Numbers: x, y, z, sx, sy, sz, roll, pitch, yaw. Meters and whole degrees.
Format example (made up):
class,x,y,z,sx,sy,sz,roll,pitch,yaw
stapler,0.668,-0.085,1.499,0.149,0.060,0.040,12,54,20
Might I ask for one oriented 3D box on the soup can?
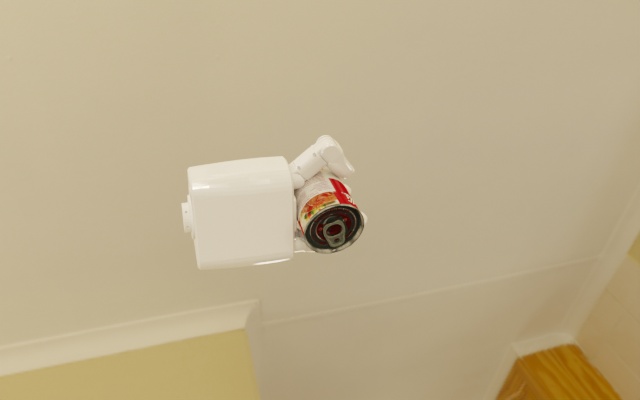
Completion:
class,x,y,z,sx,sy,sz,roll,pitch,yaw
soup can,0.000,0.001,0.544,0.068,0.068,0.102,0,37,-22
